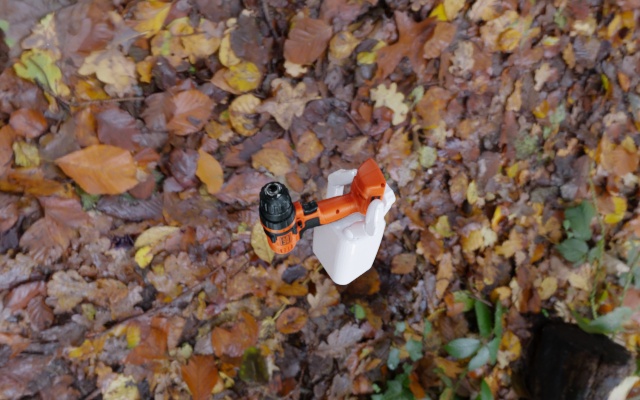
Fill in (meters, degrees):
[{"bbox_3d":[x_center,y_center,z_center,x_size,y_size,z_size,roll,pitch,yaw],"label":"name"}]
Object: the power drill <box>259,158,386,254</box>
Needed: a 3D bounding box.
[{"bbox_3d":[0.001,0.002,0.704,0.187,0.057,0.184,-20,-24,-11],"label":"power drill"}]
